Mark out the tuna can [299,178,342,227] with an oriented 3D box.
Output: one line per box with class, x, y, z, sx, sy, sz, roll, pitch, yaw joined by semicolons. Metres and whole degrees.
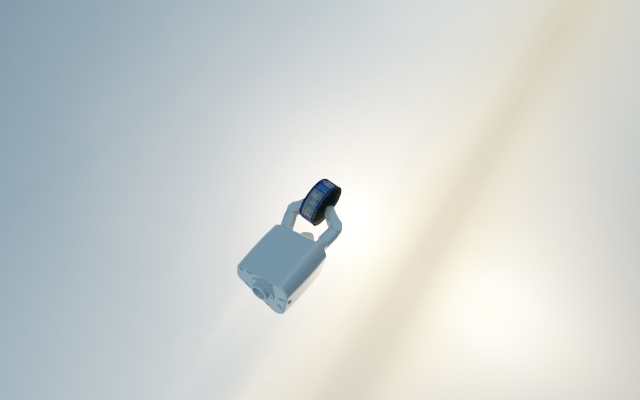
tuna can;0.000;0.002;0.862;0.033;0.086;0.086;35;12;17
